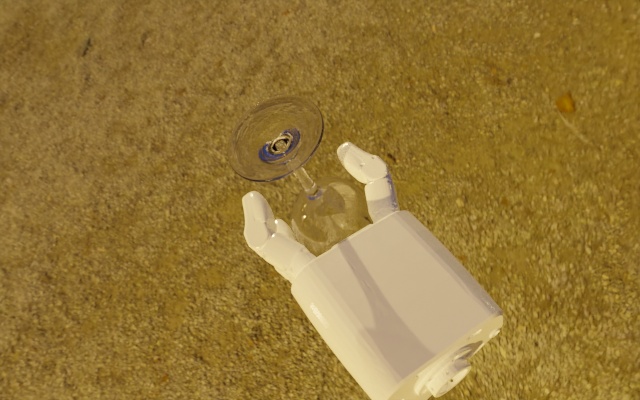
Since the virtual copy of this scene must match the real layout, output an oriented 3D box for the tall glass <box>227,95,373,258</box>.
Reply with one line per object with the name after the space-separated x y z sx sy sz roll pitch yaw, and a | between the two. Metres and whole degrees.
0.000 0.001 0.417 0.079 0.079 0.201 0 -28 22 | tall glass
